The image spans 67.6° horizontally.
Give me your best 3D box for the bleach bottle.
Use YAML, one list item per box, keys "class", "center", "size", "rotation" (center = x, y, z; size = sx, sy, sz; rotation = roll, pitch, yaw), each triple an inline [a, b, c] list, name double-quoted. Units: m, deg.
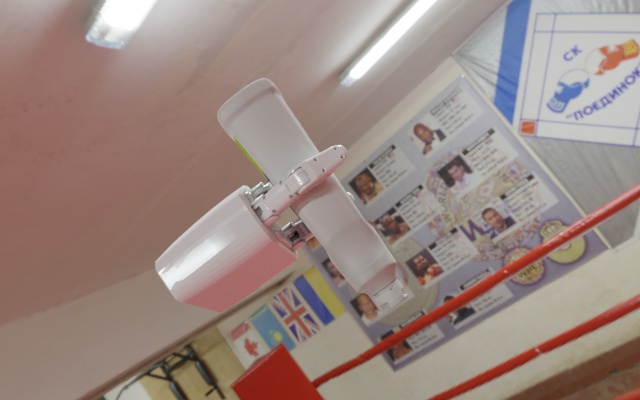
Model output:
- class: "bleach bottle"
  center: [0.000, 0.002, 0.482]
  size: [0.068, 0.251, 0.102]
  rotation: [-37, -8, 0]
